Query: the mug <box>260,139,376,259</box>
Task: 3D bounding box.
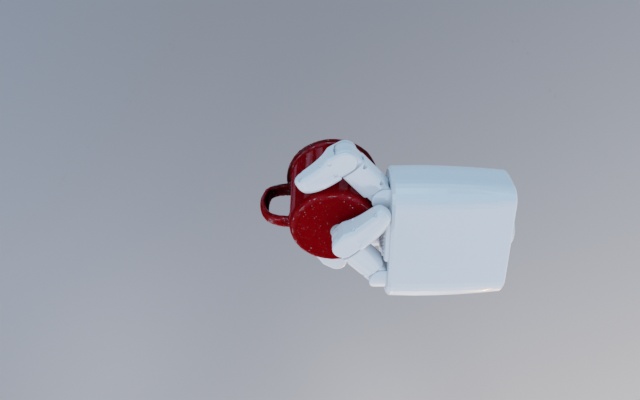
[{"bbox_3d":[-0.001,0.002,0.459,0.117,0.093,0.081,-1,38,1],"label":"mug"}]
